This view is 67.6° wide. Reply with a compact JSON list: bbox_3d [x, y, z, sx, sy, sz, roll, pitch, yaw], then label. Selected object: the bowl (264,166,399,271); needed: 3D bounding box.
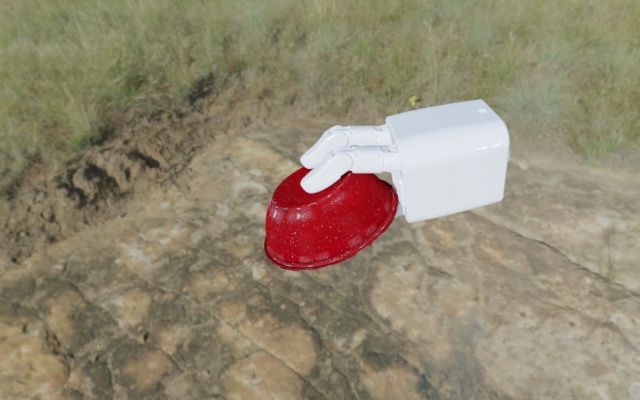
[{"bbox_3d":[-0.001,0.002,0.521,0.162,0.055,0.162,-20,29,12],"label":"bowl"}]
